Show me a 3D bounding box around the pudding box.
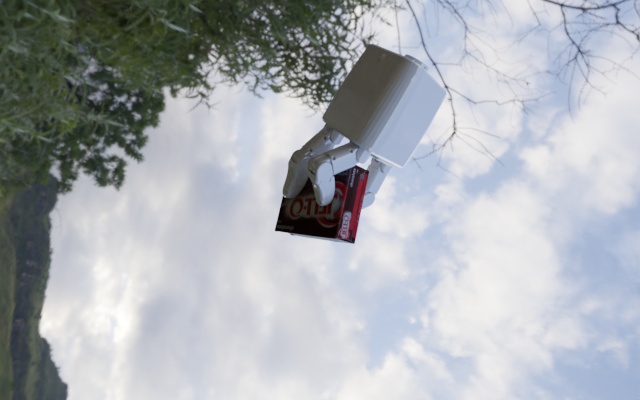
[{"bbox_3d":[0.000,0.002,0.579,0.039,0.090,0.113,21,-13,-40],"label":"pudding box"}]
